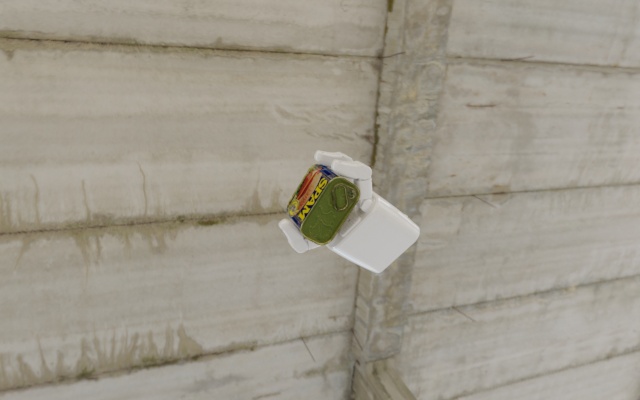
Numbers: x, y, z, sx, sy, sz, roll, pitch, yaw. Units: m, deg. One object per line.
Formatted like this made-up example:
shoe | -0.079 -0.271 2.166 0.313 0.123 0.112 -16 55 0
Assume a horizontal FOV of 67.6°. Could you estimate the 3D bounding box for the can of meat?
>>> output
can of meat | 0.000 0.002 0.709 0.057 0.102 0.084 29 7 -29
